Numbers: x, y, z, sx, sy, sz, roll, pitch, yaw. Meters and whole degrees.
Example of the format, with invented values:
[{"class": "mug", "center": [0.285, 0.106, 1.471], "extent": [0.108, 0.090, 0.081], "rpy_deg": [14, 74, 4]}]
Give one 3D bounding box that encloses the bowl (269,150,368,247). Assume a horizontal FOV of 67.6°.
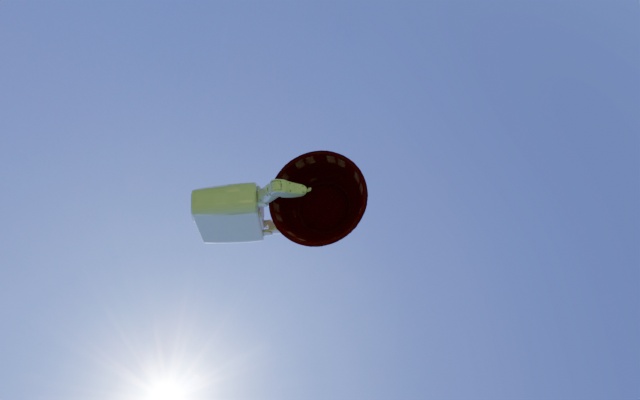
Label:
[{"class": "bowl", "center": [0.002, 0.003, 0.776], "extent": [0.162, 0.162, 0.055], "rpy_deg": [0, -19, 14]}]
